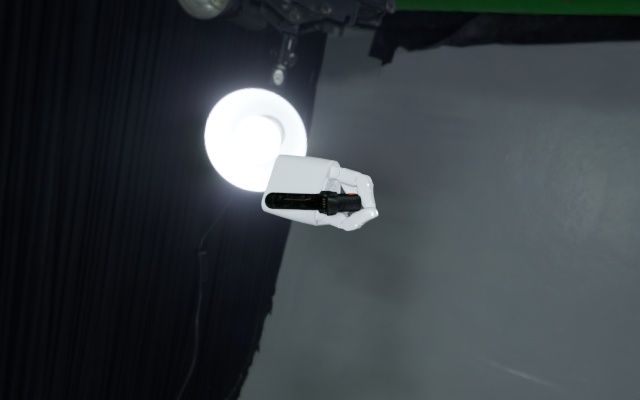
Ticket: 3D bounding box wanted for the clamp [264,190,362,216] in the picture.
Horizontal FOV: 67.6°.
[{"bbox_3d":[0.000,0.002,0.721,0.120,0.039,0.171,12,4,25],"label":"clamp"}]
